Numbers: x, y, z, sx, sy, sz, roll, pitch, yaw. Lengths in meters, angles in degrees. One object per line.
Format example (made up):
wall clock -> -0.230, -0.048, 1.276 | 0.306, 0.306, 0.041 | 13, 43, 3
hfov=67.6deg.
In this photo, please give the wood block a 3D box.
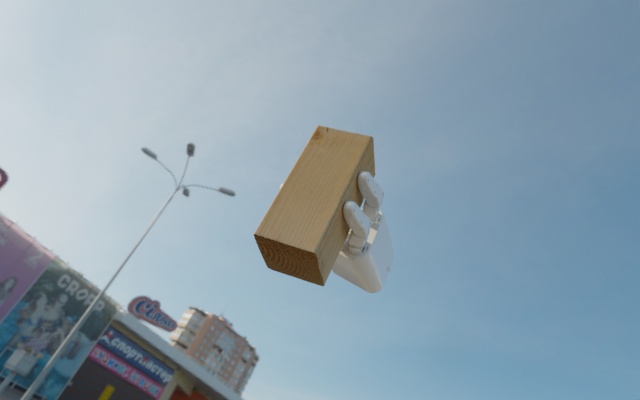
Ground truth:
wood block -> 0.000, 0.002, 0.676 | 0.091, 0.206, 0.090 | 14, -34, 20
